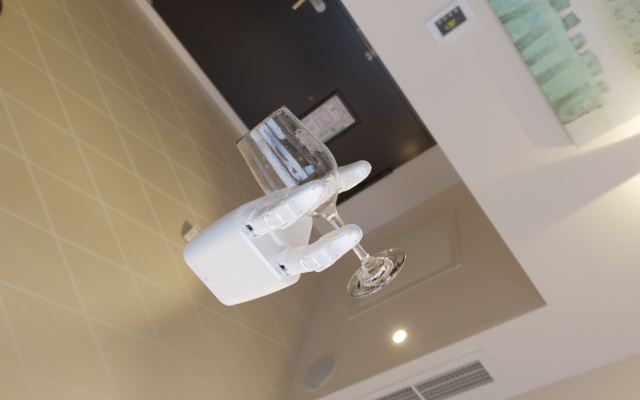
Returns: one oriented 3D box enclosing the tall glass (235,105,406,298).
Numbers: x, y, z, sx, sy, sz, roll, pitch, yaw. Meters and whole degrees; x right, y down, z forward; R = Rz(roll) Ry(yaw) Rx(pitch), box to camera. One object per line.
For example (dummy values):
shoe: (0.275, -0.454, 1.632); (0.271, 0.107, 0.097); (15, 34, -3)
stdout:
tall glass: (0.001, 0.002, 0.490); (0.079, 0.201, 0.079); (-35, 14, 10)
